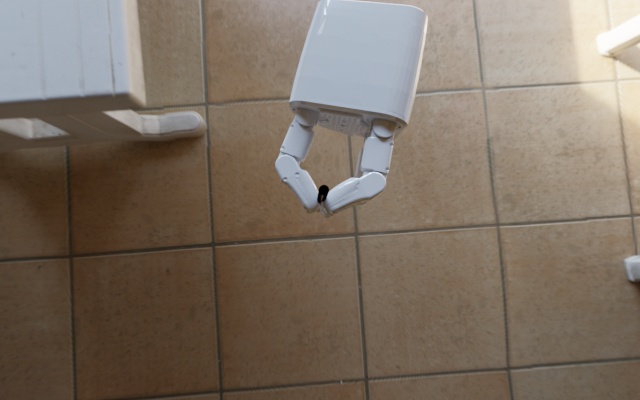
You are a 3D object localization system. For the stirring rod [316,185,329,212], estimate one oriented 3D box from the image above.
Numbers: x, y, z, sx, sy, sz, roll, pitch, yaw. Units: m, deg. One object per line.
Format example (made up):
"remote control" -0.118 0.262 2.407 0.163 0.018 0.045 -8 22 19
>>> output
"stirring rod" 0.000 0.001 0.475 0.011 0.011 0.239 0 -4 -1
